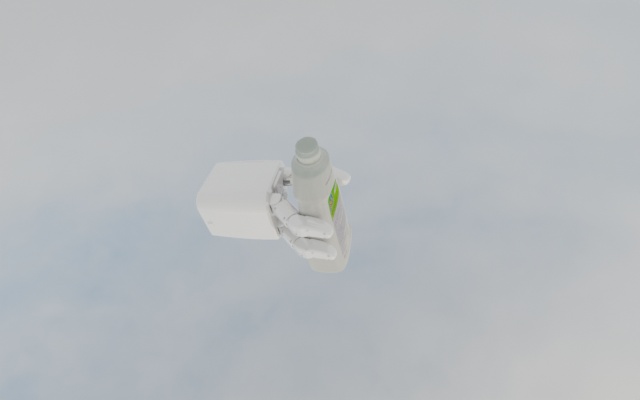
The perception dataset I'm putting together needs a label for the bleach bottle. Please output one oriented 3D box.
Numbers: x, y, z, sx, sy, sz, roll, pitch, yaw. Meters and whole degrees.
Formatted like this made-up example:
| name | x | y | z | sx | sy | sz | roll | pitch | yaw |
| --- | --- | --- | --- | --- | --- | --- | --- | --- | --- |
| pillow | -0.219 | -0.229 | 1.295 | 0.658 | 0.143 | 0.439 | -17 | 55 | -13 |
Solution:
| name | x | y | z | sx | sy | sz | roll | pitch | yaw |
| --- | --- | --- | --- | --- | --- | --- | --- | --- | --- |
| bleach bottle | 0.000 | 0.002 | 0.684 | 0.068 | 0.102 | 0.251 | 1 | -38 | 10 |
